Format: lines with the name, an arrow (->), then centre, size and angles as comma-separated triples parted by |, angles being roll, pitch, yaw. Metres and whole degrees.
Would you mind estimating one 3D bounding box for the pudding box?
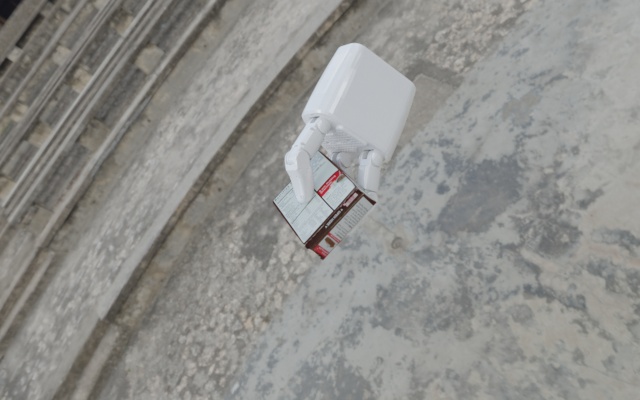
pudding box -> 0.000, 0.002, 0.560 | 0.039, 0.090, 0.113 | 38, 6, -35
